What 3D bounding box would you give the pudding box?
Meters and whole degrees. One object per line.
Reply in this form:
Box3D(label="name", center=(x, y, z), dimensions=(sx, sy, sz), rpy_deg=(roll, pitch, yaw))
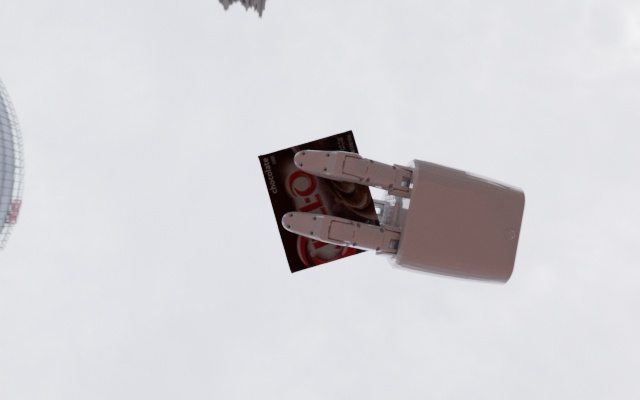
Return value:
Box3D(label="pudding box", center=(0.000, 0.001, 0.443), dimensions=(0.090, 0.113, 0.039), rpy_deg=(-16, -1, -5))
